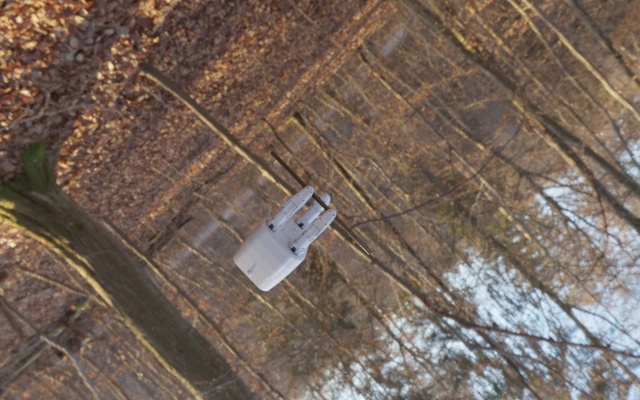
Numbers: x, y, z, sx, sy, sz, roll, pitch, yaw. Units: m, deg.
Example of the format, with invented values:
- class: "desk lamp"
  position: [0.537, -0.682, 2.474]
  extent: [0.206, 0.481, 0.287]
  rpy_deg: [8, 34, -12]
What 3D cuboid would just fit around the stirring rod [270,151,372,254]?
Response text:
- class: "stirring rod"
  position: [0.000, 0.003, 0.813]
  extent: [0.011, 0.239, 0.011]
  rpy_deg: [-44, -3, -3]
